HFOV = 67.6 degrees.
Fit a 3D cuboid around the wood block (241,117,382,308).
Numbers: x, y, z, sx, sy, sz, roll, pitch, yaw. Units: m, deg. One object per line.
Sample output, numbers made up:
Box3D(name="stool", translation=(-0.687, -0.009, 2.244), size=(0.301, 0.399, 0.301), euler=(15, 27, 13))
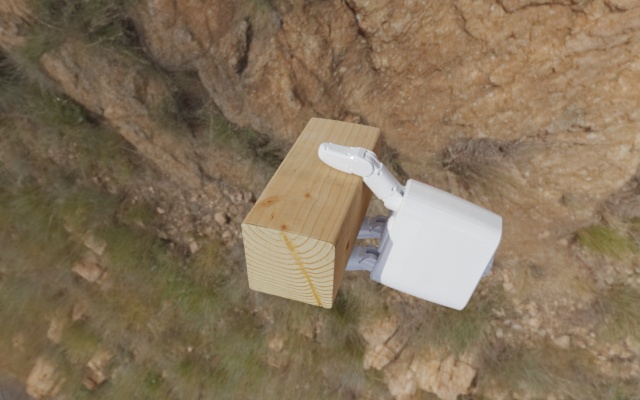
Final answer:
Box3D(name="wood block", translation=(0.000, 0.002, 0.522), size=(0.090, 0.091, 0.206), euler=(12, 40, 12))
